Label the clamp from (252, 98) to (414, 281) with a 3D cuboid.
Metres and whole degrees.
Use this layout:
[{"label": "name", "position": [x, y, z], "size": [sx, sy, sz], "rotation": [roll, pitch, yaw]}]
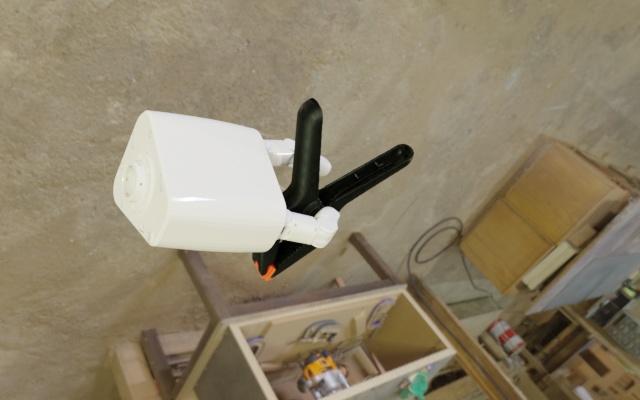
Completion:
[{"label": "clamp", "position": [0.000, 0.003, 0.504], "size": [0.164, 0.210, 0.036], "rotation": [8, 34, -41]}]
